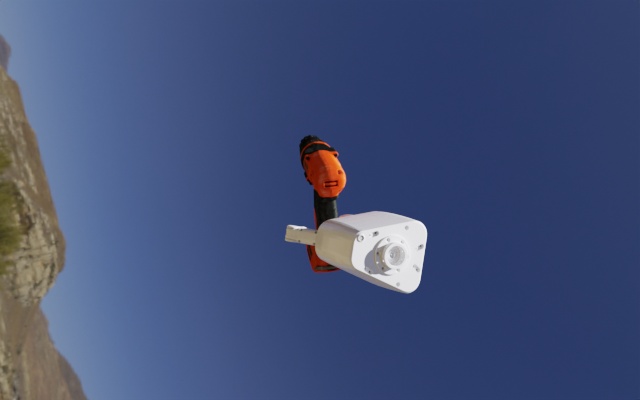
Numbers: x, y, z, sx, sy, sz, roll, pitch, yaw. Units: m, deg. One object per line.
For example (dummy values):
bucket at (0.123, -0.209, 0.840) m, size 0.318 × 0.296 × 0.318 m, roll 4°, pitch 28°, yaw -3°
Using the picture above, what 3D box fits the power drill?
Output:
power drill at (0.000, 0.003, 0.746) m, size 0.057 × 0.188 × 0.184 m, roll -7°, pitch 25°, yaw -6°
